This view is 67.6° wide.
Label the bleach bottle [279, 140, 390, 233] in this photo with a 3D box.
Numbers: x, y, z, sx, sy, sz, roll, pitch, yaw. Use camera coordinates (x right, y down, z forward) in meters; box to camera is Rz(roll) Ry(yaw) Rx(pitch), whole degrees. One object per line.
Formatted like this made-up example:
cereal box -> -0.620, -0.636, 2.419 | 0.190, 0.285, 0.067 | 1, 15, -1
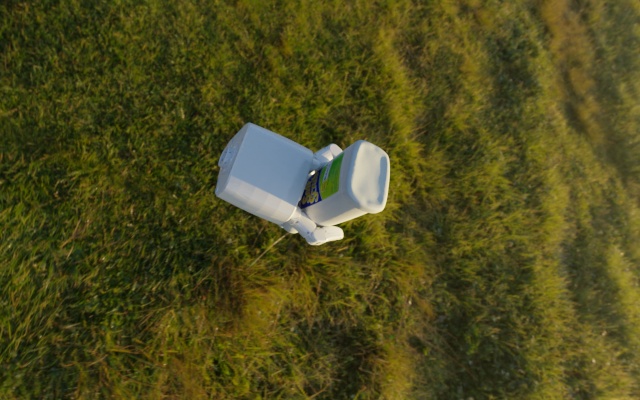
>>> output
bleach bottle -> 0.000, 0.002, 0.727 | 0.068, 0.102, 0.251 | 25, -30, -24
